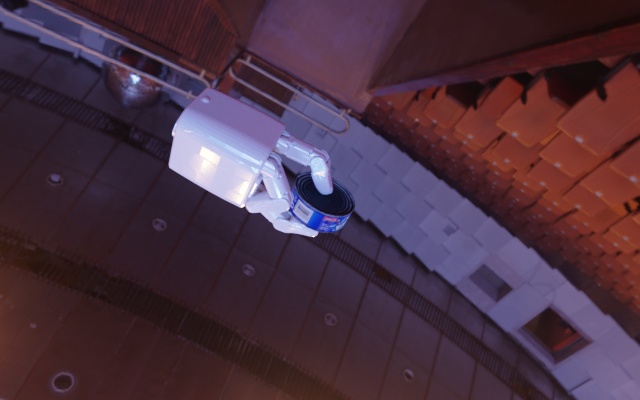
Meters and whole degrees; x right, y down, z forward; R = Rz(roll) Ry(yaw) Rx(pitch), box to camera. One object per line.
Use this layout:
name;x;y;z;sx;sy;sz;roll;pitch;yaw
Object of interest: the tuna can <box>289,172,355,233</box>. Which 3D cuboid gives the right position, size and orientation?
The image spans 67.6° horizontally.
tuna can;0.000;0.003;0.630;0.086;0.034;0.086;19;35;-14
